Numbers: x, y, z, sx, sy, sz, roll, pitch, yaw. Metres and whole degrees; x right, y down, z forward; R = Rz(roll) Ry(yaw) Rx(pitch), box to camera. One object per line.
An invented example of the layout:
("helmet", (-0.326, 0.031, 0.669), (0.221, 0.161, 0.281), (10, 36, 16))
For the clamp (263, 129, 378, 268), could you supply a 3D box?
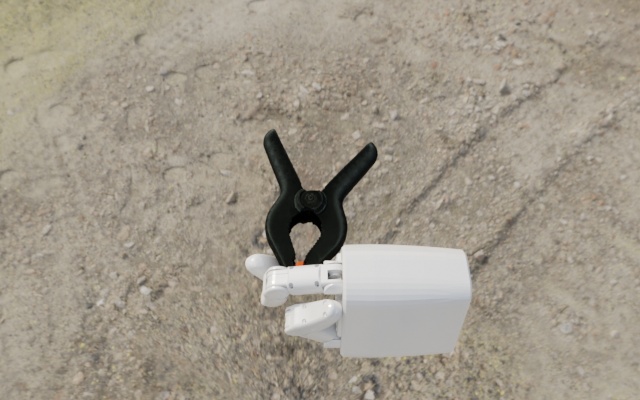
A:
("clamp", (0.000, 0.001, 0.472), (0.120, 0.171, 0.039), (-2, -26, 4))
